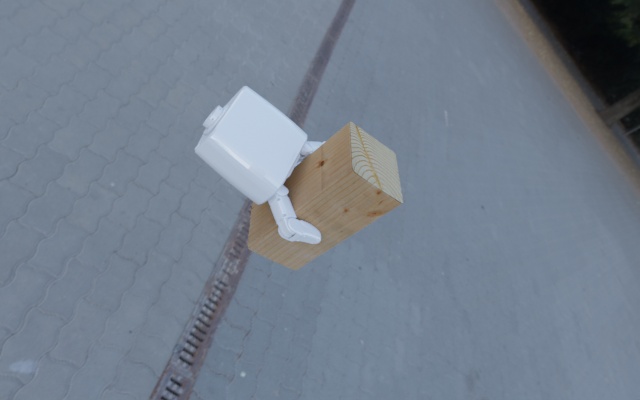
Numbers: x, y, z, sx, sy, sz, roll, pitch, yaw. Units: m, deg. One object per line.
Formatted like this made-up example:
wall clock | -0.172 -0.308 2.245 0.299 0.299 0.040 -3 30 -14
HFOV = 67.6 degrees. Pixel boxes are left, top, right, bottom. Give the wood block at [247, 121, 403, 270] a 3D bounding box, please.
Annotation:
wood block | 0.000 0.002 0.647 0.090 0.090 0.206 30 -49 -31
